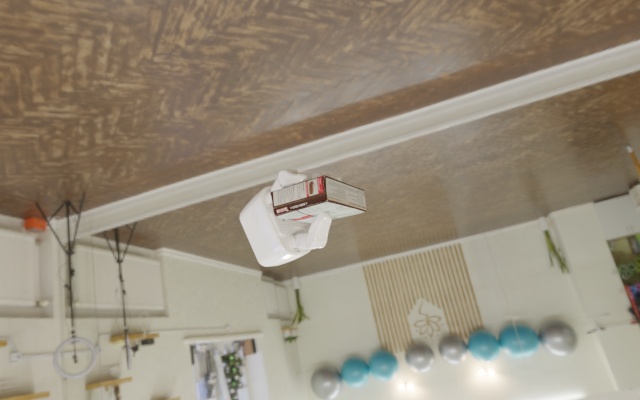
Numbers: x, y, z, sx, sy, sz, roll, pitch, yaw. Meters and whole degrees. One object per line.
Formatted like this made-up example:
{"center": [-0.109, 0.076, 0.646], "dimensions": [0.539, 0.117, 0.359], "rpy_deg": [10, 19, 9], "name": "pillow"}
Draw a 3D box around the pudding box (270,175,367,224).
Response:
{"center": [0.000, 0.002, 0.666], "dimensions": [0.090, 0.039, 0.113], "rpy_deg": [-17, -16, 29], "name": "pudding box"}
